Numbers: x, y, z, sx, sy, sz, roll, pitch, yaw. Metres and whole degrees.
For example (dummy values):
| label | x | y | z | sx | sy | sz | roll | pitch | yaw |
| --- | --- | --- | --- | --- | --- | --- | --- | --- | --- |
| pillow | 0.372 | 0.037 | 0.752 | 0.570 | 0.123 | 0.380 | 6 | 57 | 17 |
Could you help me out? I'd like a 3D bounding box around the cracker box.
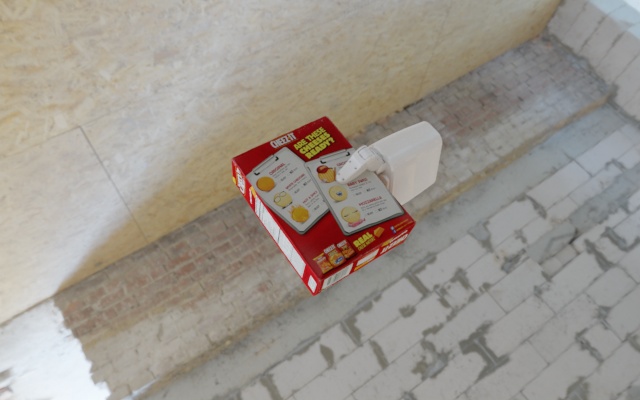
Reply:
| label | x | y | z | sx | sy | sz | roll | pitch | yaw |
| --- | --- | --- | --- | --- | --- | --- | --- | --- | --- |
| cracker box | 0.000 | 0.002 | 0.669 | 0.164 | 0.213 | 0.072 | -28 | -23 | -24 |
